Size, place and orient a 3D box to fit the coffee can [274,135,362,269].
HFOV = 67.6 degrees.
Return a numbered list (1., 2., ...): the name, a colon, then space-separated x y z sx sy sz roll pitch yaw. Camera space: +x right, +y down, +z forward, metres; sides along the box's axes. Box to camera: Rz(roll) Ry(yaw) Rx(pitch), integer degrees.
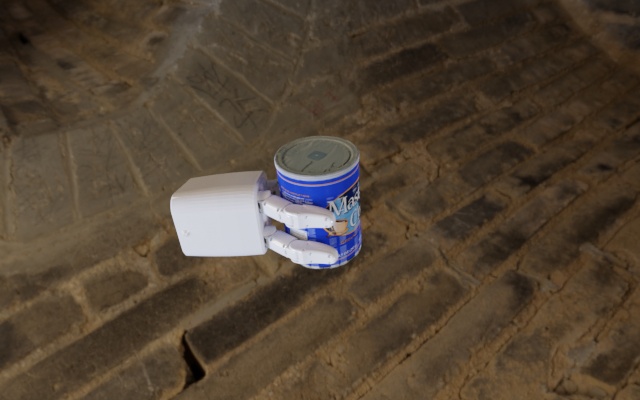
1. coffee can: 0.000 0.002 0.613 0.103 0.140 0.102 -3 34 2
